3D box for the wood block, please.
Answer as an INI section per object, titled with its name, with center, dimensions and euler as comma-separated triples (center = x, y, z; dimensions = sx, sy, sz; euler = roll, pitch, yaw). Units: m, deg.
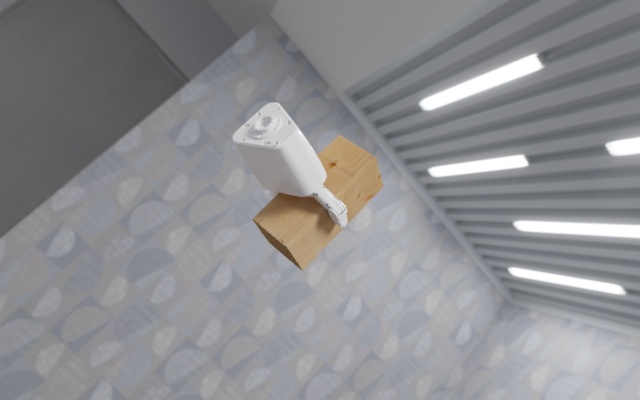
[wood block]
center = 0.000, 0.002, 0.799
dimensions = 0.090, 0.206, 0.090
euler = 36, -16, 32
